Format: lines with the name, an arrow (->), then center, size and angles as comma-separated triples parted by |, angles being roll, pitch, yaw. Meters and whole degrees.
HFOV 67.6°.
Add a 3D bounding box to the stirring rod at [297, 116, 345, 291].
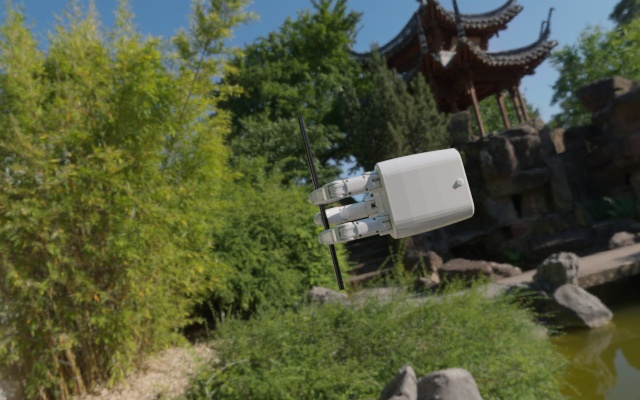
stirring rod -> 0.000, 0.002, 0.643 | 0.011, 0.239, 0.011 | -14, -5, -1
